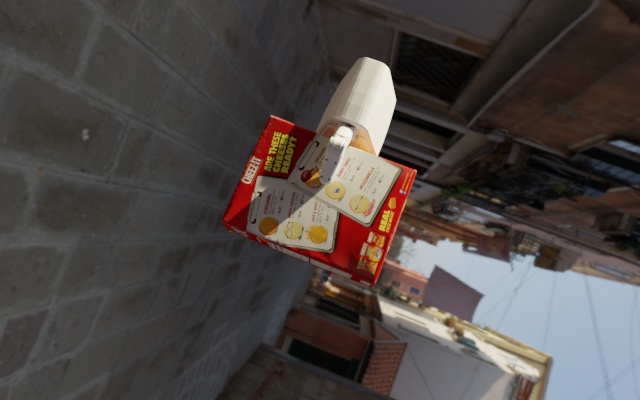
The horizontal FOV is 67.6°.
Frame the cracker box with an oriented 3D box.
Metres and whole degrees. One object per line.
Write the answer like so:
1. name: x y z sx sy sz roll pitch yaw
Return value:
1. cracker box: 0.000 0.002 0.649 0.213 0.164 0.072 21 -16 6
